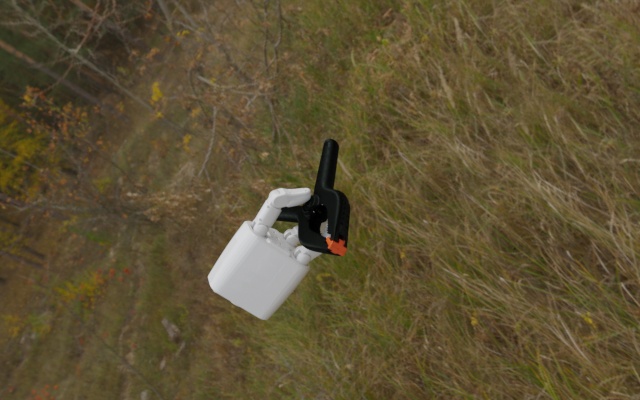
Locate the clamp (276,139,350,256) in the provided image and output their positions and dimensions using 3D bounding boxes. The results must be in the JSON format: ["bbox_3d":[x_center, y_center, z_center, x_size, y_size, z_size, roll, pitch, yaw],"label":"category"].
[{"bbox_3d":[0.000,0.002,0.698,0.036,0.164,0.210,30,11,-31],"label":"clamp"}]
